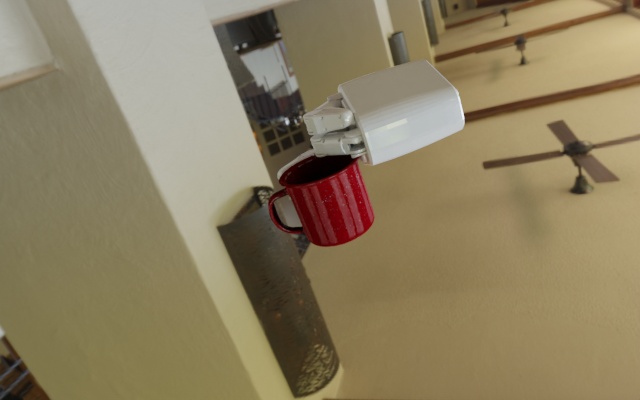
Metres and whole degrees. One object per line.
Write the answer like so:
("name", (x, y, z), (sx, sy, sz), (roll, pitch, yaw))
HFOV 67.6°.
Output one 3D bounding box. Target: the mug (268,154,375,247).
("mug", (-0.001, 0.002, 0.531), (0.117, 0.081, 0.093), (-20, 22, 2))
